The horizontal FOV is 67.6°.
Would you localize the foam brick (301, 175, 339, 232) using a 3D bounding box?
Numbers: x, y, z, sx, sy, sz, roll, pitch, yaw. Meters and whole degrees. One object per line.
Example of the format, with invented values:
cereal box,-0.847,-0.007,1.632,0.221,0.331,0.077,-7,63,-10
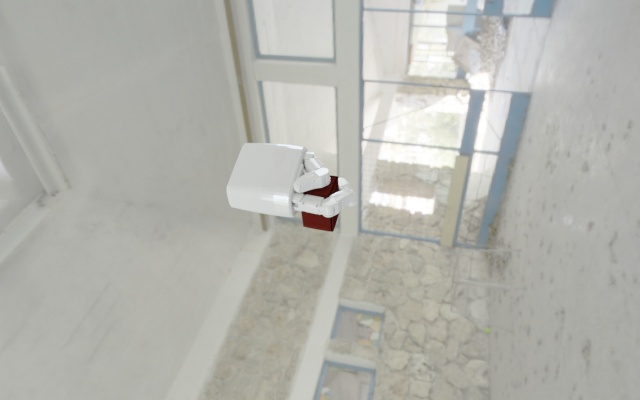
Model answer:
foam brick,0.000,0.003,0.767,0.051,0.078,0.053,7,42,13
